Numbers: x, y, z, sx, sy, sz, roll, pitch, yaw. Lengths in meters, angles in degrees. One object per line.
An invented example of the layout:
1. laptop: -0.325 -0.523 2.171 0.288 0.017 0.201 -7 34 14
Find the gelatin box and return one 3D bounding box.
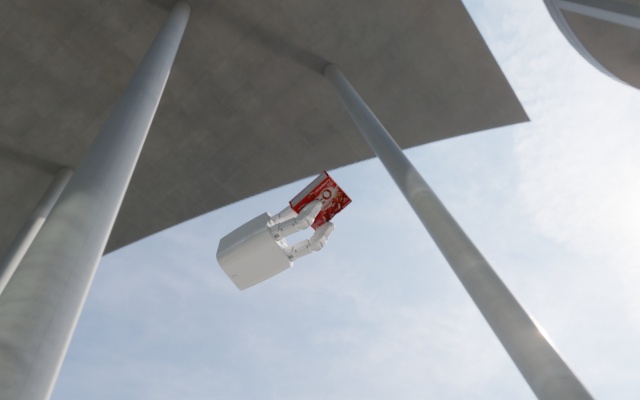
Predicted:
1. gelatin box: 0.000 0.002 0.855 0.073 0.089 0.030 45 7 -31
